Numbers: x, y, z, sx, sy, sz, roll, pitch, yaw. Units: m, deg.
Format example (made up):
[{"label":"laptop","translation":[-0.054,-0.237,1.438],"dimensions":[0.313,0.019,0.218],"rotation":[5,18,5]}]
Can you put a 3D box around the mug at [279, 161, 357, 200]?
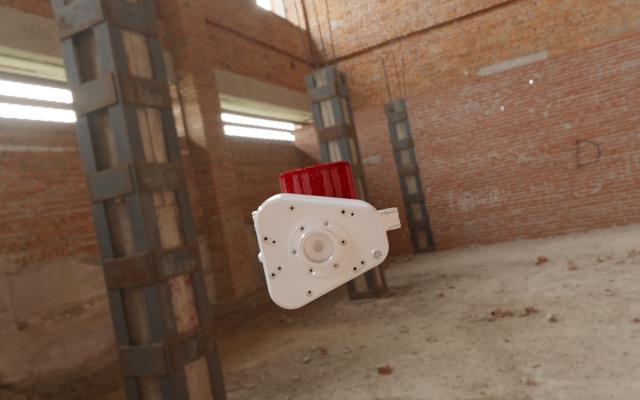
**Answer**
[{"label":"mug","translation":[0.000,0.002,0.551],"dimensions":[0.093,0.081,0.117],"rotation":[-11,1,0]}]
